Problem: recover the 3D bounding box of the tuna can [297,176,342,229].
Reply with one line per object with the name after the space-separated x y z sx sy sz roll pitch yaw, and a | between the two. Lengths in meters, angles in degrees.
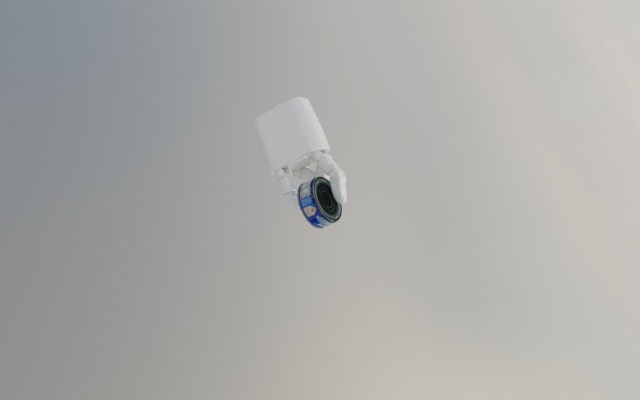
0.001 0.003 0.819 0.034 0.086 0.086 -24 -13 30 | tuna can
